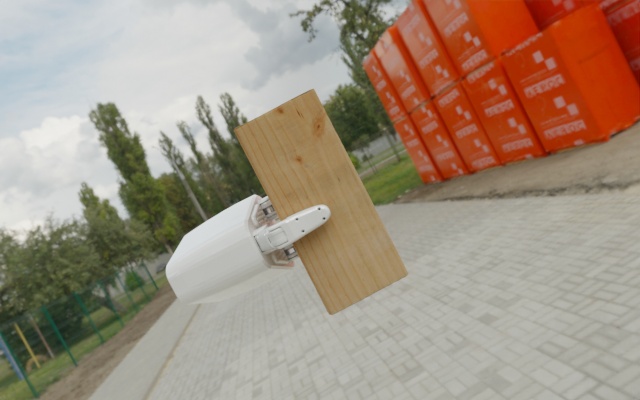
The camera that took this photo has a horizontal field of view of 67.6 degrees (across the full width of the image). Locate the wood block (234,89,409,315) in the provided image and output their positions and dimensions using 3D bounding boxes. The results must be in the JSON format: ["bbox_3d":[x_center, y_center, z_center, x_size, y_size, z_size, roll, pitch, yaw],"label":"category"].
[{"bbox_3d":[0.000,0.002,0.507,0.090,0.206,0.091,-28,2,-1],"label":"wood block"}]
